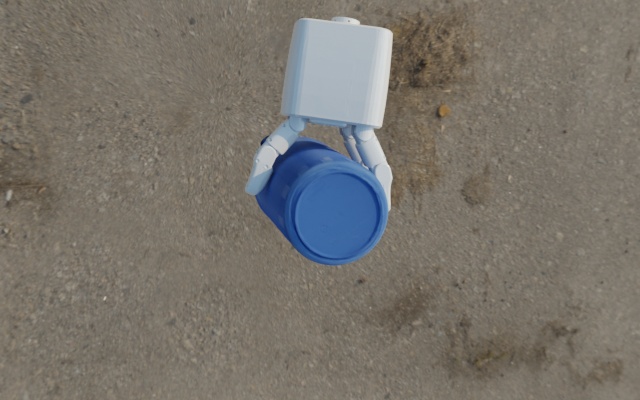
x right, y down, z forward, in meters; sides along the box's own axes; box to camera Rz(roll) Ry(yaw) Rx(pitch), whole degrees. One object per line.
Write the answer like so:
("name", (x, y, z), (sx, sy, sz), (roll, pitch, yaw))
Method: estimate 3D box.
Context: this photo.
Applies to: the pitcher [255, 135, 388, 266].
("pitcher", (0.000, 0.002, 0.582), (0.149, 0.145, 0.242), (7, 9, -13))
